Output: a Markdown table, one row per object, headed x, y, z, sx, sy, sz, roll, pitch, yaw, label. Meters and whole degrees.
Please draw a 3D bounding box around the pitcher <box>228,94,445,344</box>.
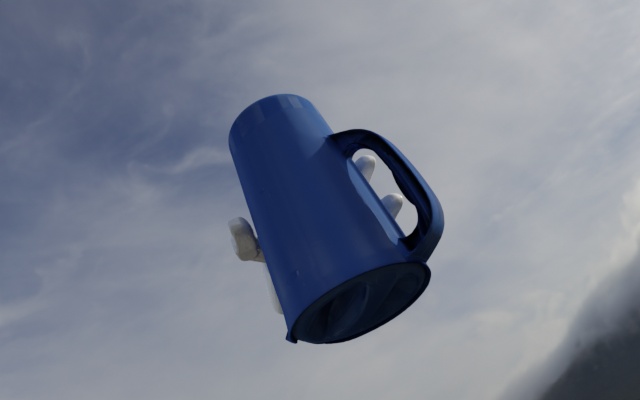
| x | y | z | sx | sy | sz | roll | pitch | yaw | label |
| --- | --- | --- | --- | --- | --- | --- | --- | --- | --- |
| 0.000 | 0.002 | 0.466 | 0.149 | 0.242 | 0.145 | -18 | -34 | -14 | pitcher |
